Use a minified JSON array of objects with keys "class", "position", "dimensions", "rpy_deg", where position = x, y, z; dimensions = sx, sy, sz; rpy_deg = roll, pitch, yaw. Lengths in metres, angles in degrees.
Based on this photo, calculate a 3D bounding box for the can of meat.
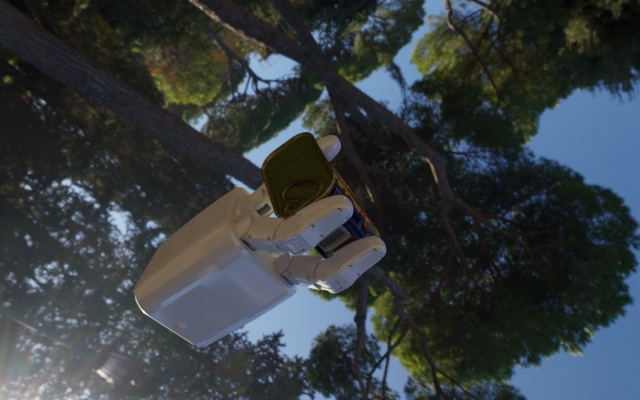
[{"class":"can of meat","position":[0.000,0.001,0.419],"dimensions":[0.057,0.084,0.102],"rpy_deg":[-35,36,7]}]
